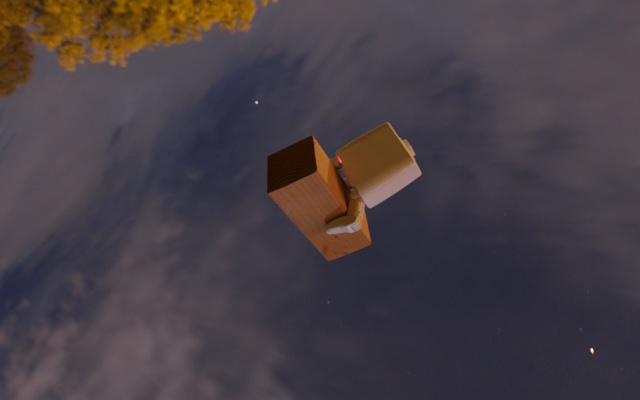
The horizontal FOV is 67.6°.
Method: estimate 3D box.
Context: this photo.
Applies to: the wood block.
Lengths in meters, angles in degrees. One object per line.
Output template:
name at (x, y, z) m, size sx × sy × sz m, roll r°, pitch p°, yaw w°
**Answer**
wood block at (0.001, 0.003, 0.816) m, size 0.090 × 0.090 × 0.206 m, roll -23°, pitch -47°, yaw 16°
